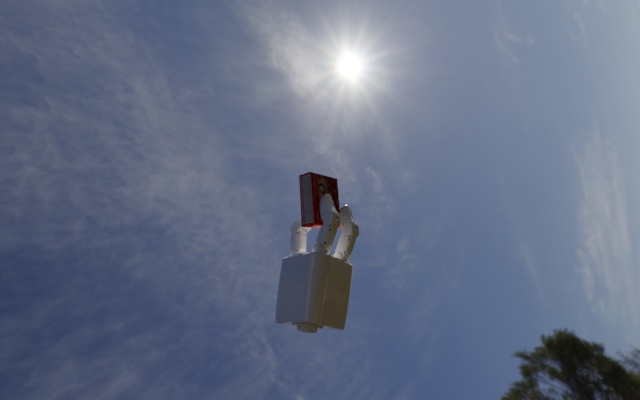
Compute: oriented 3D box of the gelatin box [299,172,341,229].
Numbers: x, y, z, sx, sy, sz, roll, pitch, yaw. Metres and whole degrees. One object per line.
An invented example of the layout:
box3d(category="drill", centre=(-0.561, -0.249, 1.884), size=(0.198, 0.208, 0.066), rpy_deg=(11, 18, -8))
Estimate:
box3d(category="gelatin box", centre=(0.000, 0.002, 0.796), size=(0.030, 0.089, 0.073), rpy_deg=(-13, -14, 37))
